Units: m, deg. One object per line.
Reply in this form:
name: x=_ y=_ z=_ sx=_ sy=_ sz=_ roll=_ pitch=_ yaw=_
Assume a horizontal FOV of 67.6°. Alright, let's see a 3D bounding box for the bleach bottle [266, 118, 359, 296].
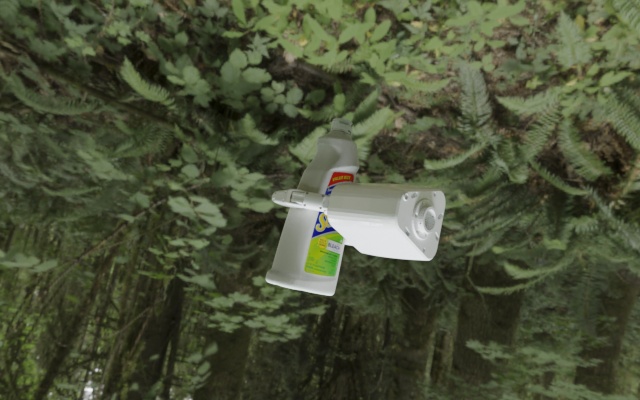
bleach bottle: x=0.000 y=0.002 z=0.679 sx=0.068 sy=0.251 sz=0.102 roll=4 pitch=-12 yaw=44
